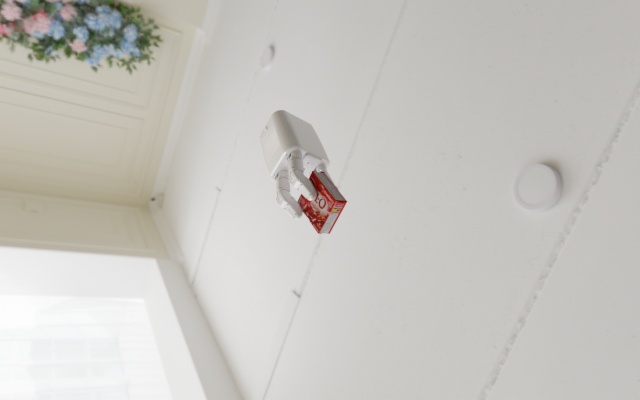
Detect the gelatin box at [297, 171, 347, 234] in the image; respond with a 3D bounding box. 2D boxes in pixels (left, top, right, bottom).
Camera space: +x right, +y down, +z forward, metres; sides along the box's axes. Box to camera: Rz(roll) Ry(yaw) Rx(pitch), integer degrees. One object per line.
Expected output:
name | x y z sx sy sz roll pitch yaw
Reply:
gelatin box | 0.001 0.003 0.830 0.030 0.073 0.089 3 37 -38
